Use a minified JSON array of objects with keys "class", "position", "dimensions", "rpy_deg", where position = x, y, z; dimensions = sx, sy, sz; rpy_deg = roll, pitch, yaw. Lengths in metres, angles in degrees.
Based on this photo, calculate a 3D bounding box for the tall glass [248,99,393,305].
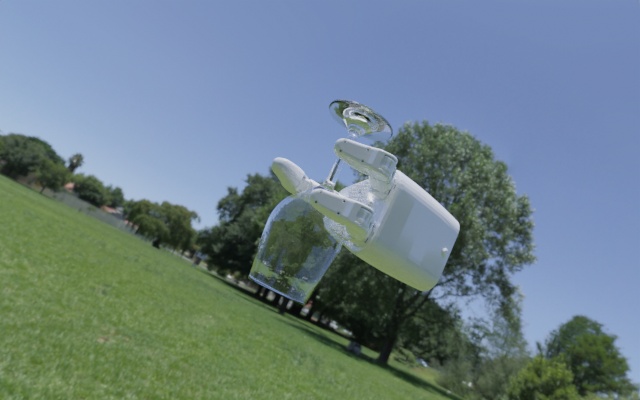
[{"class":"tall glass","position":[0.000,0.001,0.485],"dimensions":[0.079,0.201,0.079],"rpy_deg":[25,-13,6]}]
